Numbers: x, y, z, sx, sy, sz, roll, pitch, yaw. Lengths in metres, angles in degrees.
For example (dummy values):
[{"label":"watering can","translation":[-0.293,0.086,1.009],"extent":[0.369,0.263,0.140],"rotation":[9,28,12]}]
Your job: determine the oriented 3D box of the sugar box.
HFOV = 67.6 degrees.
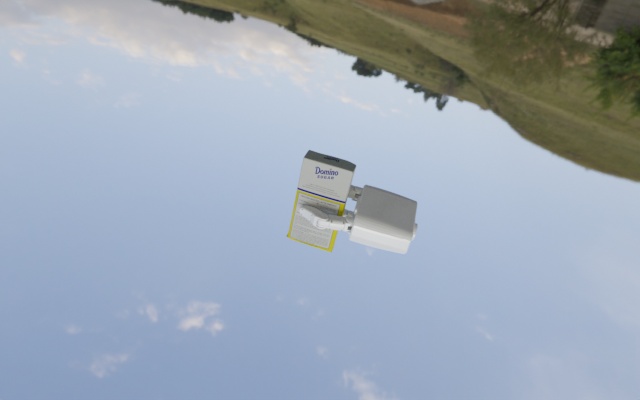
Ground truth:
[{"label":"sugar box","translation":[0.000,0.003,0.877],"extent":[0.093,0.176,0.048],"rotation":[17,28,5]}]
